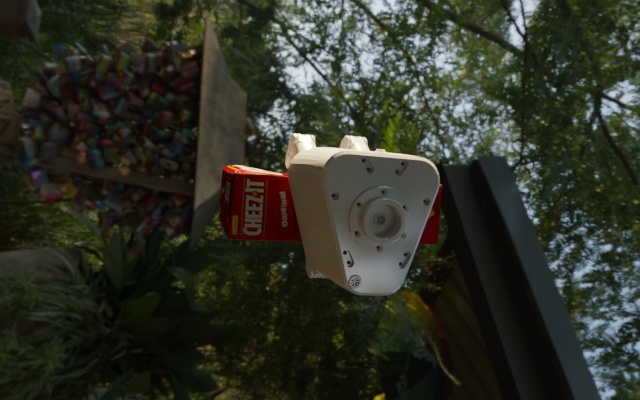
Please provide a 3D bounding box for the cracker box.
[{"bbox_3d":[0.000,0.002,0.534,0.214,0.072,0.164,4,4,-15],"label":"cracker box"}]
